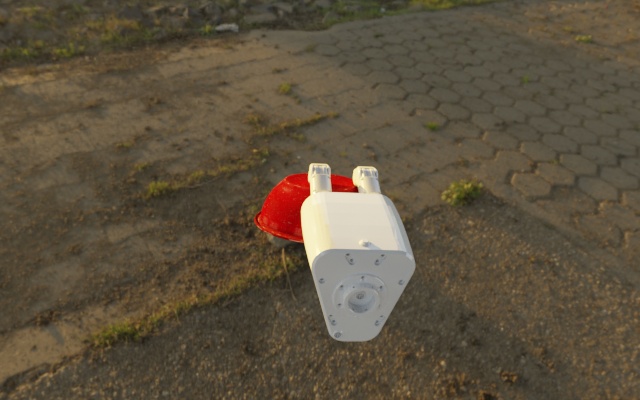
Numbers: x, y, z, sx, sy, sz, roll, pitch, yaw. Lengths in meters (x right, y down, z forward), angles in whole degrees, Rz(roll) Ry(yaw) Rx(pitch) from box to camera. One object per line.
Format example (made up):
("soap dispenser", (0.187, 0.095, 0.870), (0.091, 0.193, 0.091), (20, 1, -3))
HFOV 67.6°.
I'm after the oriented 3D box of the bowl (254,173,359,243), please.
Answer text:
("bowl", (0.000, 0.001, 0.594), (0.162, 0.055, 0.162), (3, 15, -1))
